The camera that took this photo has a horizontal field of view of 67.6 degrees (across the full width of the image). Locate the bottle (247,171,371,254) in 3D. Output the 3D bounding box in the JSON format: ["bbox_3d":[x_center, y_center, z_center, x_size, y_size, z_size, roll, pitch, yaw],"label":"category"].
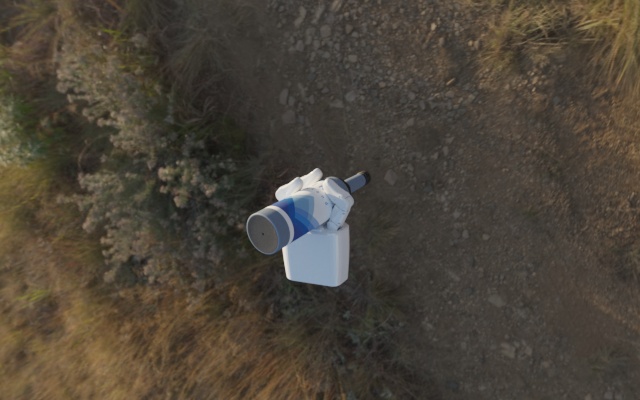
[{"bbox_3d":[0.000,0.003,0.820,0.069,0.069,0.295,0,19,38],"label":"bottle"}]
